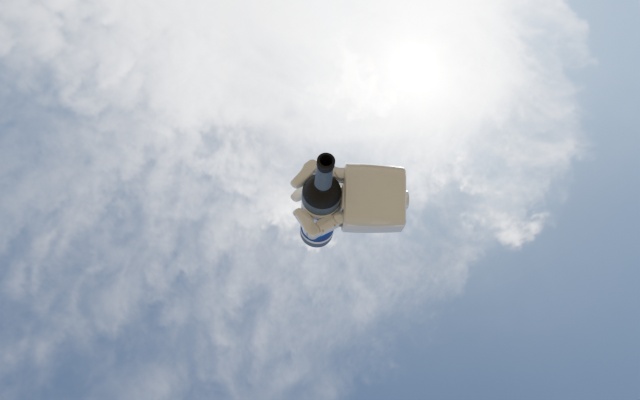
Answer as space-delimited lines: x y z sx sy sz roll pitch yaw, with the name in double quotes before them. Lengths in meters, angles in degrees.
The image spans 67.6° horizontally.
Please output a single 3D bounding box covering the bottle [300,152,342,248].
"bottle" 0.000 0.003 0.824 0.069 0.069 0.296 0 -24 -3
